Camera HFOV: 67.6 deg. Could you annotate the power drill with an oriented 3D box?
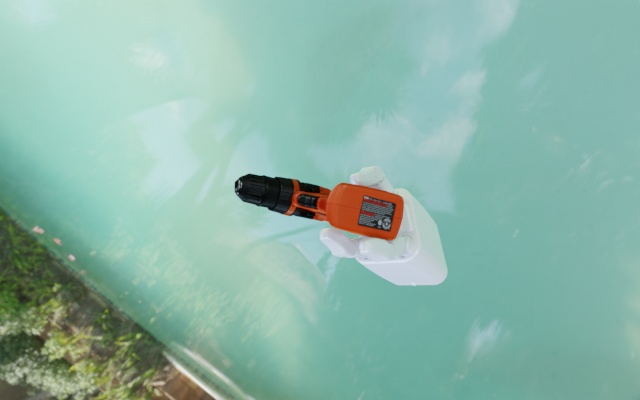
[{"bbox_3d":[0.001,0.002,0.615,0.184,0.057,0.187,11,1,-30],"label":"power drill"}]
